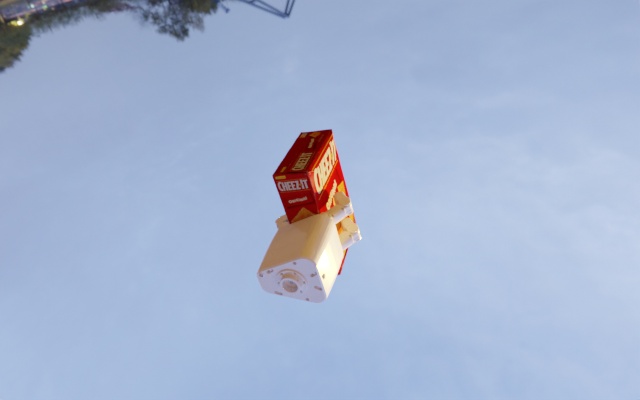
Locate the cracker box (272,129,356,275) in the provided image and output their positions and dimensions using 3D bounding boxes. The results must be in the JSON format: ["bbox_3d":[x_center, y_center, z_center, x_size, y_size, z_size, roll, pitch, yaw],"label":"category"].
[{"bbox_3d":[0.000,0.003,0.859,0.072,0.214,0.164,-5,31,20],"label":"cracker box"}]
